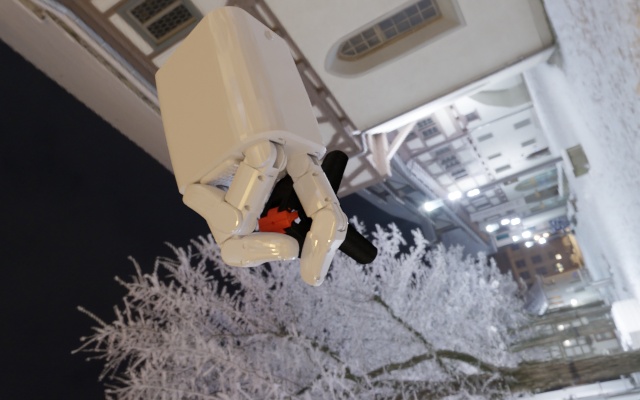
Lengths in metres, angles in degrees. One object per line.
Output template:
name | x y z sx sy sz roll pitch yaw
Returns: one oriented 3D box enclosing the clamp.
clamp | 0.000 0.002 0.434 0.039 0.120 0.171 -25 -16 22
